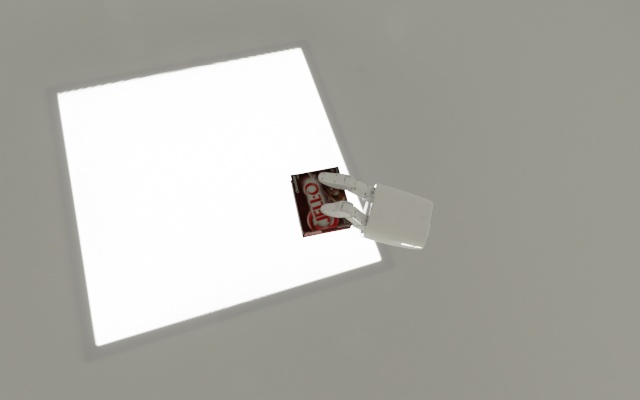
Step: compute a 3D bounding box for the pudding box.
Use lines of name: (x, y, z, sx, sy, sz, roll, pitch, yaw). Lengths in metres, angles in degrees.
pudding box: (0.000, 0.003, 0.844, 0.090, 0.113, 0.039, -11, -21, -10)
